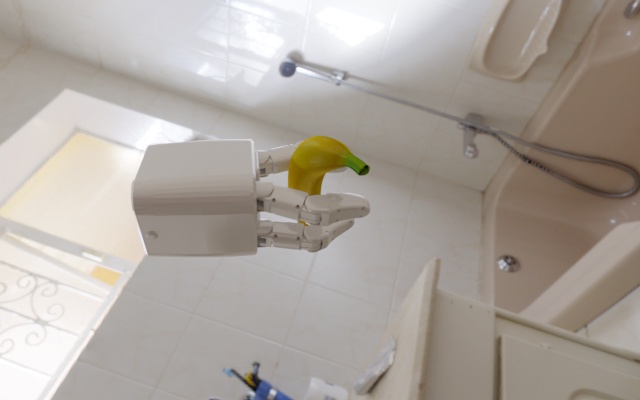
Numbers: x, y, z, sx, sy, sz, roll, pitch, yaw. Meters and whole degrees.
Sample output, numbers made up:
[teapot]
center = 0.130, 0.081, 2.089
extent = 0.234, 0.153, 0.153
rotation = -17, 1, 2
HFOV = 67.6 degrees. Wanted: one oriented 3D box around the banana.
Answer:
[banana]
center = -0.007, -0.016, 0.485
extent = 0.037, 0.069, 0.198
rotation = -23, -13, -19
